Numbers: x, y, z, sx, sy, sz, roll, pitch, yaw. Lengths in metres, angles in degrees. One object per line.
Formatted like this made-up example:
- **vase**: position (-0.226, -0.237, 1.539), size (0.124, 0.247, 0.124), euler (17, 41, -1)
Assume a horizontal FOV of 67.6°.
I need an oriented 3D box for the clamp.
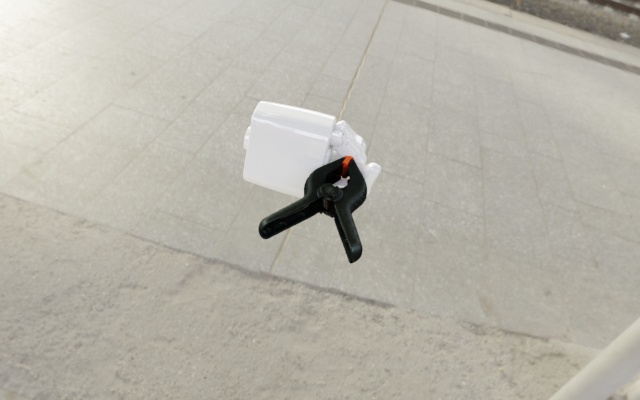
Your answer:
- **clamp**: position (0.000, 0.001, 0.579), size (0.120, 0.039, 0.171), euler (13, 40, 3)
